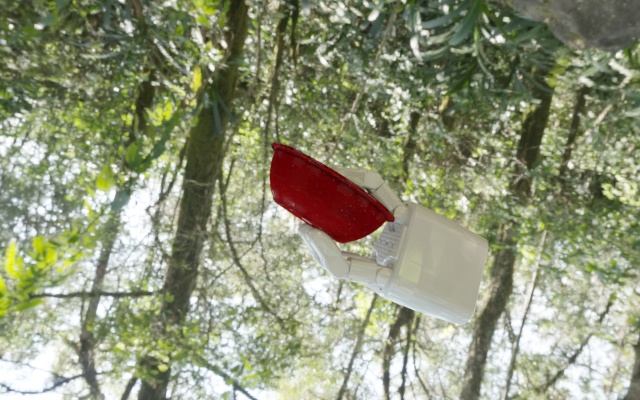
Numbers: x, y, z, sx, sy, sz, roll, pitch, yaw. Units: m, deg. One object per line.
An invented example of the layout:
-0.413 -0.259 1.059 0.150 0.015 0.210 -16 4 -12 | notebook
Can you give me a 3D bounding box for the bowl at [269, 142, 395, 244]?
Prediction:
-0.001 0.001 0.534 0.162 0.055 0.162 32 -5 3 | bowl
